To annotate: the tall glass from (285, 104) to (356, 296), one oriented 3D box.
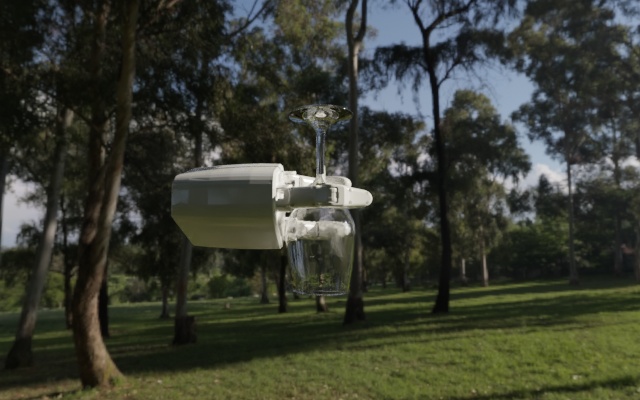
[{"bbox_3d":[0.000,0.001,0.529,0.079,0.201,0.079,0,-7,0],"label":"tall glass"}]
